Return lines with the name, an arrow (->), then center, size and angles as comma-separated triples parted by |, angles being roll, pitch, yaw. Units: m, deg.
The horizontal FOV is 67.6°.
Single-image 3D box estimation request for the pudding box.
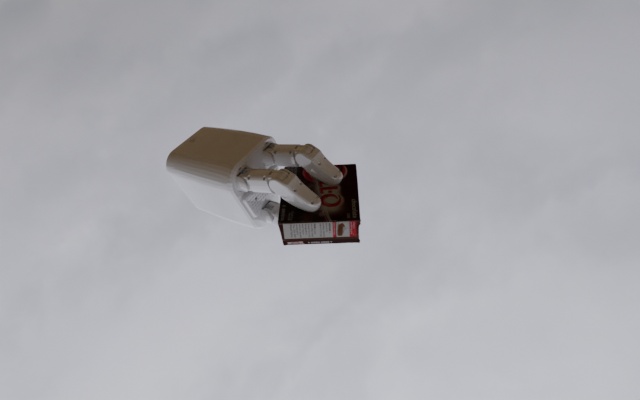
pudding box -> 0.000, 0.002, 0.558 | 0.090, 0.039, 0.113 | -3, 40, 3
